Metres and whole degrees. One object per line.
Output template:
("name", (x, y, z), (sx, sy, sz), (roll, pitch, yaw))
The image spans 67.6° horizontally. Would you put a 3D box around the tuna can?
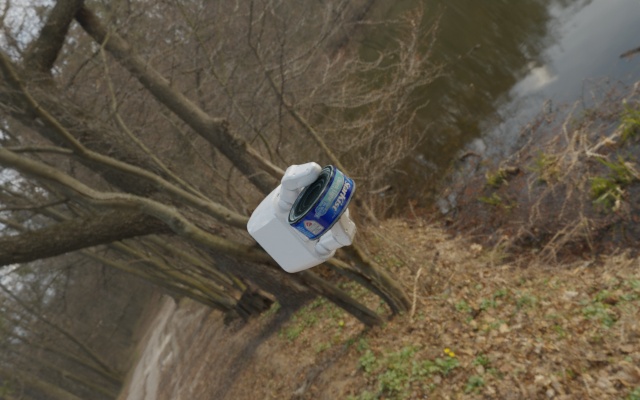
("tuna can", (0.000, 0.001, 0.550), (0.034, 0.086, 0.086), (37, -11, -16))
